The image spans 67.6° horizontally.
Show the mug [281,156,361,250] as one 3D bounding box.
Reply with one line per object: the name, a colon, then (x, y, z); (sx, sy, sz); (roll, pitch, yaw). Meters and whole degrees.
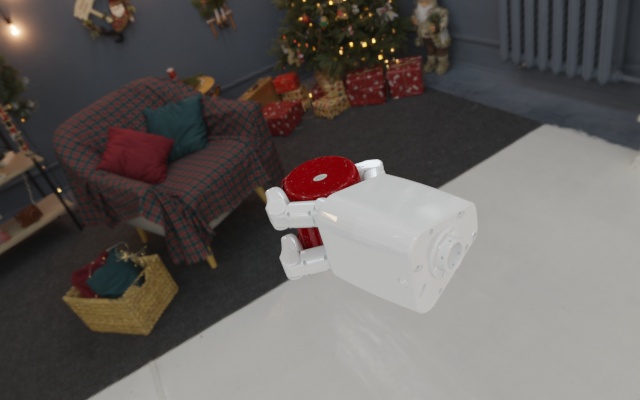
mug: (-0.001, 0.001, 0.535); (0.117, 0.082, 0.093); (19, 48, 41)
